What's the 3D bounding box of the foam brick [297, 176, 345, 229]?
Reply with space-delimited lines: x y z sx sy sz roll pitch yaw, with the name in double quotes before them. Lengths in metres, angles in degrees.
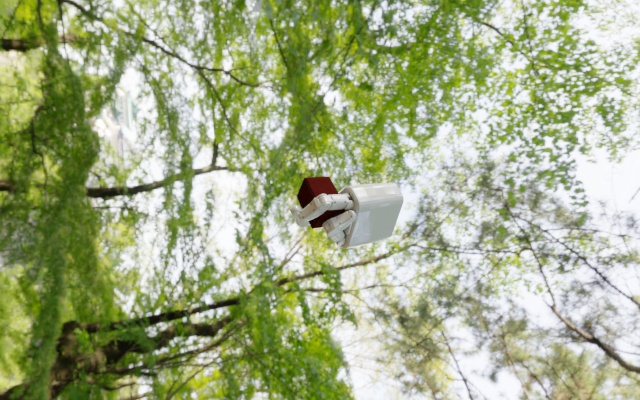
"foam brick" 0.000 0.003 0.849 0.051 0.078 0.053 -8 -35 -30
